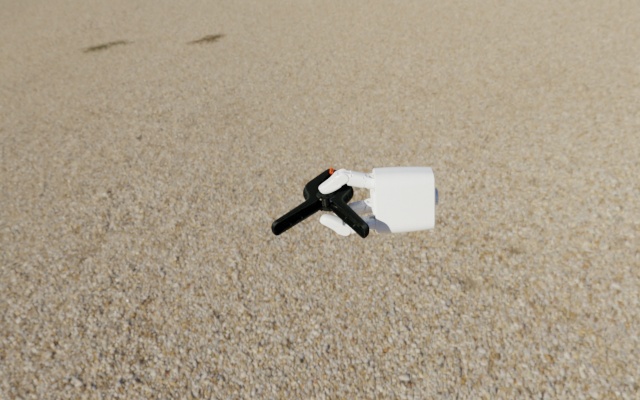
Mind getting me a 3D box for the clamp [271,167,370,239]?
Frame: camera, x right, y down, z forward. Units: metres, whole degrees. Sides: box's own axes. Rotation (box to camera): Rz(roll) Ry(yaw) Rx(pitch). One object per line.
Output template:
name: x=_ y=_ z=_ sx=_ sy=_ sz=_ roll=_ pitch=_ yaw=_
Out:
clamp: x=0.000 y=0.002 z=0.866 sx=0.164 sy=0.036 sz=0.209 roll=-2 pitch=32 yaw=2
